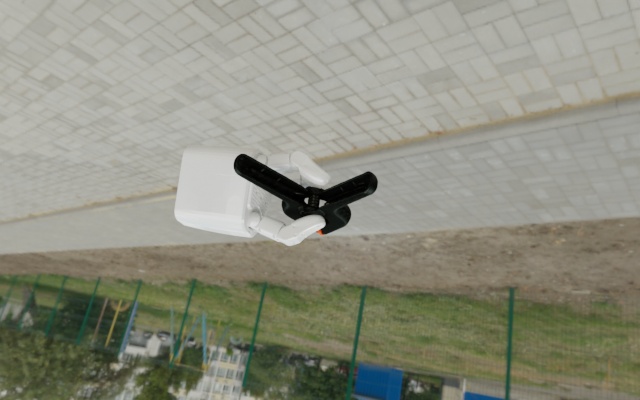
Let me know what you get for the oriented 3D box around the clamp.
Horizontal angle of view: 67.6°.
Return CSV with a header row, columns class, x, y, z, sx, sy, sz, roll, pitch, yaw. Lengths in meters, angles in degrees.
class,x,y,z,sx,sy,sz,roll,pitch,yaw
clamp,0.000,0.003,0.609,0.164,0.036,0.210,7,-20,17
